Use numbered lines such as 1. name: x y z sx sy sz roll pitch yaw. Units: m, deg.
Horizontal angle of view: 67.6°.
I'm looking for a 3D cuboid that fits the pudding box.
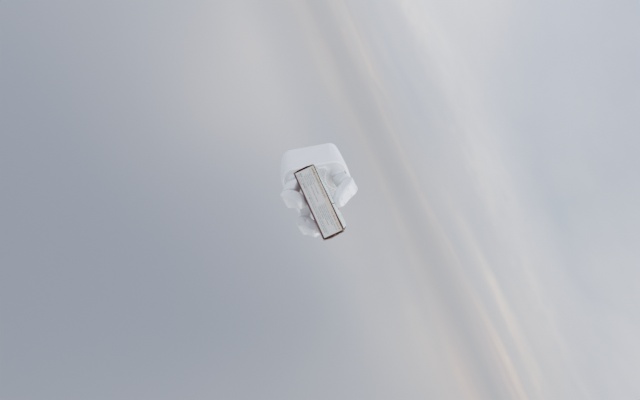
1. pudding box: 0.000 0.002 0.740 0.039 0.113 0.090 -27 -2 5
